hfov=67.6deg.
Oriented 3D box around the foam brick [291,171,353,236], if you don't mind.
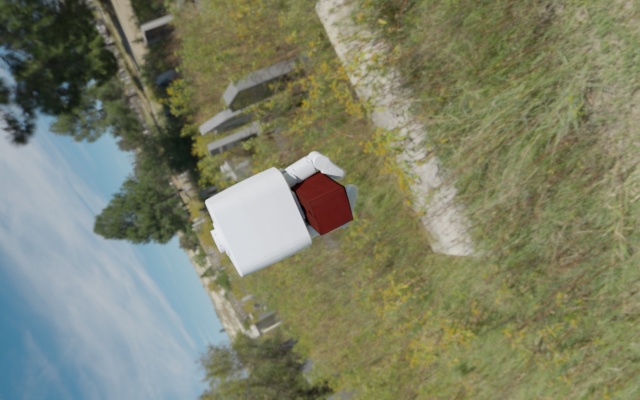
[{"bbox_3d":[0.000,0.002,0.637,0.051,0.053,0.078,-25,27,-15],"label":"foam brick"}]
